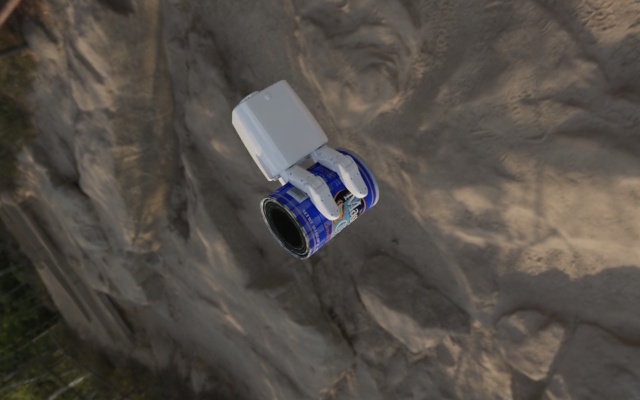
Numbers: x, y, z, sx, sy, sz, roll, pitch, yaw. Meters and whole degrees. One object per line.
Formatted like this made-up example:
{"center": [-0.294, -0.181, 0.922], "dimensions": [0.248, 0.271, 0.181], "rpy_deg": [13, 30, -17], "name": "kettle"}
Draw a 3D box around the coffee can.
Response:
{"center": [0.000, 0.002, 0.686], "dimensions": [0.140, 0.103, 0.103], "rpy_deg": [-36, 18, -27], "name": "coffee can"}
